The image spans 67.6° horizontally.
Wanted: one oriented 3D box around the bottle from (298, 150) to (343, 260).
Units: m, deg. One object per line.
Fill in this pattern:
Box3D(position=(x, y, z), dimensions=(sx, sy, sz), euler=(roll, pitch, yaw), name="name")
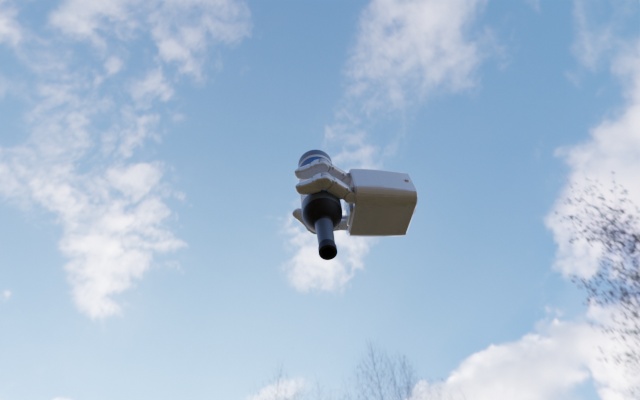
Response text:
Box3D(position=(0.000, 0.003, 0.808), dimensions=(0.069, 0.069, 0.295), euler=(0, 29, -5), name="bottle")
